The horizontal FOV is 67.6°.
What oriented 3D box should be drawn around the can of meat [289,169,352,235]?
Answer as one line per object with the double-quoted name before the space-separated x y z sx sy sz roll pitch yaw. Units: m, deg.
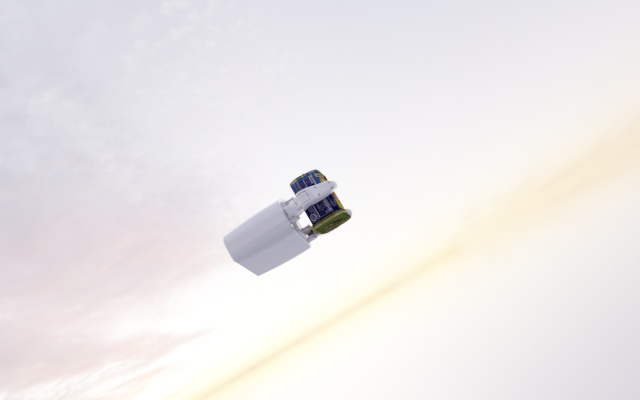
"can of meat" 0.000 0.002 0.757 0.057 0.084 0.102 -32 -13 6
